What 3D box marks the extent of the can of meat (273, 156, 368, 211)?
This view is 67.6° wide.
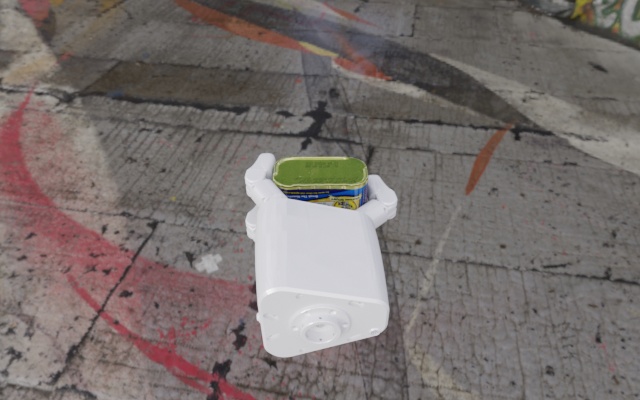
[{"bbox_3d":[0.000,0.001,0.507,0.102,0.084,0.057,-1,39,-1],"label":"can of meat"}]
